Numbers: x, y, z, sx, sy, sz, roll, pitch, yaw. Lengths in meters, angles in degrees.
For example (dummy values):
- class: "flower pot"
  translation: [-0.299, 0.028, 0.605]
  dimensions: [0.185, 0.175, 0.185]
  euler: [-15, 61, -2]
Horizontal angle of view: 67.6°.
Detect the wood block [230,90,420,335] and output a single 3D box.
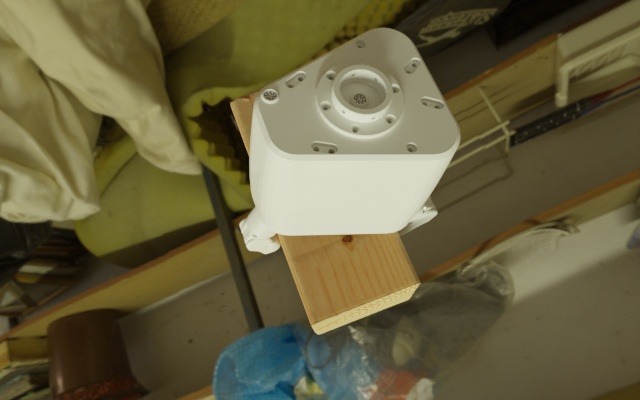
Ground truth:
- class: "wood block"
  translation: [0.000, 0.001, 0.427]
  dimensions: [0.091, 0.206, 0.090]
  euler: [-20, -20, -4]
